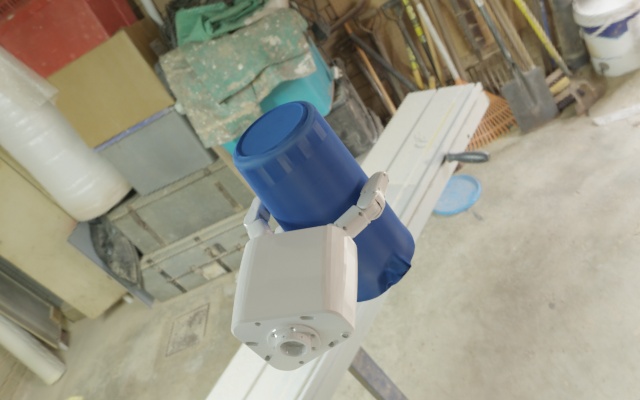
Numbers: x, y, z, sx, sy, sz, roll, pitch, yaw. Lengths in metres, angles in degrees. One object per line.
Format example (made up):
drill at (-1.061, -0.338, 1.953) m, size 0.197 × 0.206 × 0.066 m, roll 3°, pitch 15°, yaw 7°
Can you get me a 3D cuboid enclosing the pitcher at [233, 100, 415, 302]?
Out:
pitcher at (0.000, 0.002, 0.584) m, size 0.149 × 0.243 × 0.145 m, roll -21°, pitch 36°, yaw 23°
